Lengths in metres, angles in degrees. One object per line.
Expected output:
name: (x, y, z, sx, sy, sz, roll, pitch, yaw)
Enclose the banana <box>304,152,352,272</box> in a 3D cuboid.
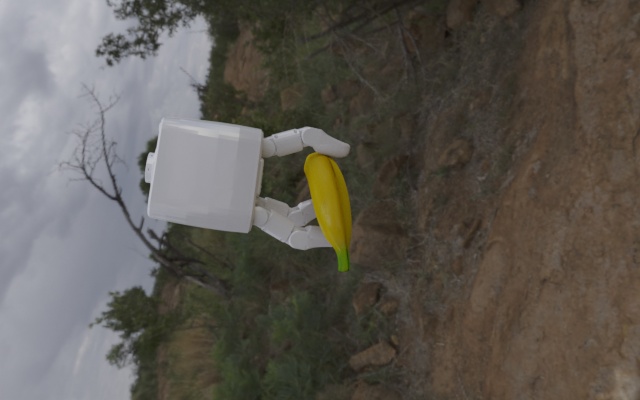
banana: (0.003, -0.012, 0.528, 0.037, 0.070, 0.197, 3, 34, -11)
